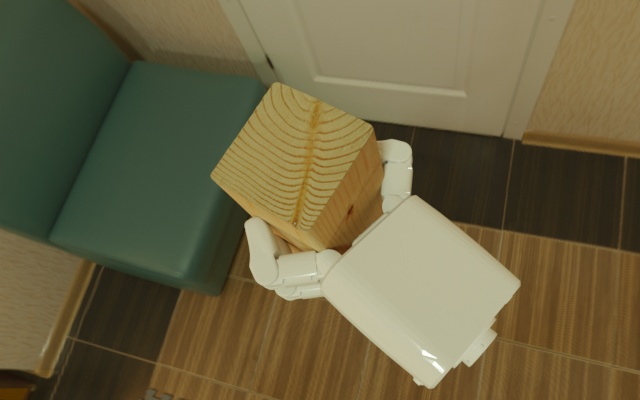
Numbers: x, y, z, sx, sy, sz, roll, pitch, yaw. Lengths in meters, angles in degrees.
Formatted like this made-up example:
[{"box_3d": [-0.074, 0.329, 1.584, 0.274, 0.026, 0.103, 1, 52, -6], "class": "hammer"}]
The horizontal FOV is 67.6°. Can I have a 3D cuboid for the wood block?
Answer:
[{"box_3d": [0.001, 0.001, 0.428, 0.090, 0.091, 0.206, 28, -12, 21], "class": "wood block"}]
